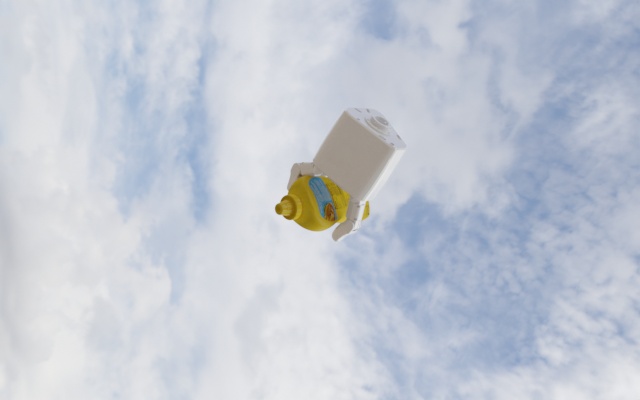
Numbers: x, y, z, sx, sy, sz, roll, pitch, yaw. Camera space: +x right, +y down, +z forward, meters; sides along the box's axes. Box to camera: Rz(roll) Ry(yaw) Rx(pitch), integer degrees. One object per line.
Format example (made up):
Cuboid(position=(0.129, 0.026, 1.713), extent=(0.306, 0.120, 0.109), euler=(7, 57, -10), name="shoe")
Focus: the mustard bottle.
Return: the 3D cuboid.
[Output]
Cuboid(position=(0.000, 0.003, 0.804), extent=(0.191, 0.096, 0.058), euler=(-9, -15, -47), name="mustard bottle")
